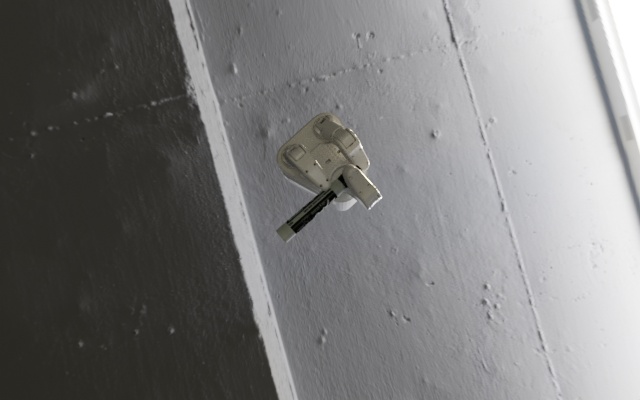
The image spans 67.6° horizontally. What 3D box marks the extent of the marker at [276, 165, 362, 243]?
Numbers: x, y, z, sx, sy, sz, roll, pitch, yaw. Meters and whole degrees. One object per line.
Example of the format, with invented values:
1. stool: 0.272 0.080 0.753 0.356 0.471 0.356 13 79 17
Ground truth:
1. marker: 0.000 0.002 0.550 0.121 0.020 0.020 -41 4 -4
